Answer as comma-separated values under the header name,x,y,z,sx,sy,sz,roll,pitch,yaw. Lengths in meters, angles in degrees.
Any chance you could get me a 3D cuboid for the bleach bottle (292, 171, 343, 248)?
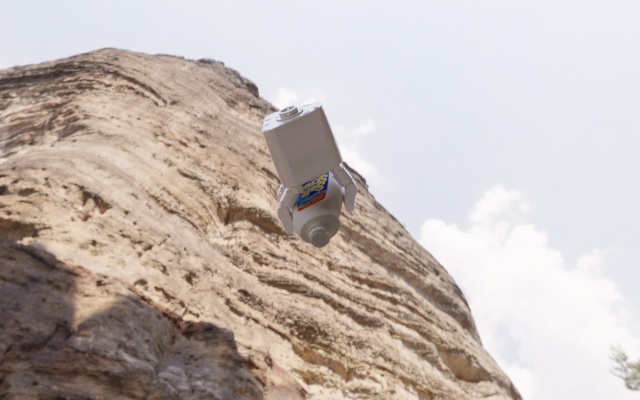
name,x,y,z,sx,sy,sz,roll,pitch,yaw
bleach bottle,0.000,0.003,0.840,0.102,0.068,0.250,-18,26,5
